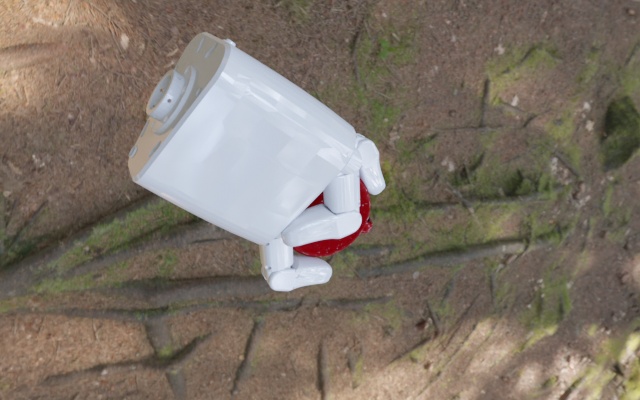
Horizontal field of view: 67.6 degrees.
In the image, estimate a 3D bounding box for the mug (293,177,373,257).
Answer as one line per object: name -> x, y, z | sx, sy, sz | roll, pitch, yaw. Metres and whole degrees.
mug -> 0.001, 0.002, 0.430 | 0.117, 0.093, 0.081 | 28, 10, -34
